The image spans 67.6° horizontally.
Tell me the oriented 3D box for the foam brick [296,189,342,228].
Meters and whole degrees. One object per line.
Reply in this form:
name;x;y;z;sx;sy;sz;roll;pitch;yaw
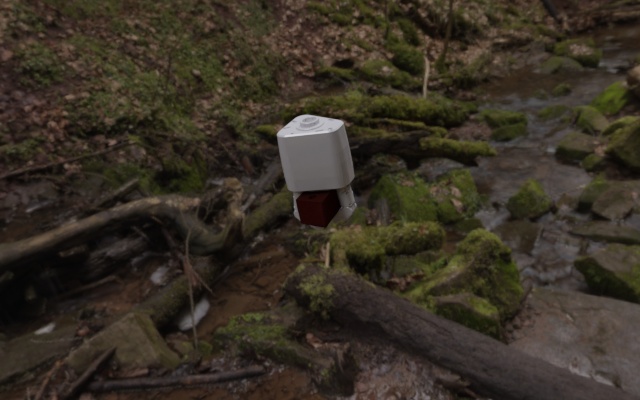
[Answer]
foam brick;0.000;0.003;0.838;0.053;0.051;0.078;6;35;27
